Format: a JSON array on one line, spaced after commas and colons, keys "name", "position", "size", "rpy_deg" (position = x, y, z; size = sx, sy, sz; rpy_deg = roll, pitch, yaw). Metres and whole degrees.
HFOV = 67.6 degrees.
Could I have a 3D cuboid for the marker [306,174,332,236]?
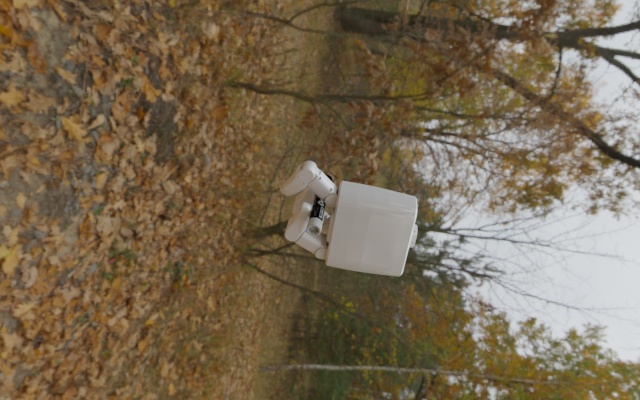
[{"name": "marker", "position": [0.000, 0.002, 0.638], "size": [0.020, 0.020, 0.121], "rpy_deg": [0, 36, 10]}]
